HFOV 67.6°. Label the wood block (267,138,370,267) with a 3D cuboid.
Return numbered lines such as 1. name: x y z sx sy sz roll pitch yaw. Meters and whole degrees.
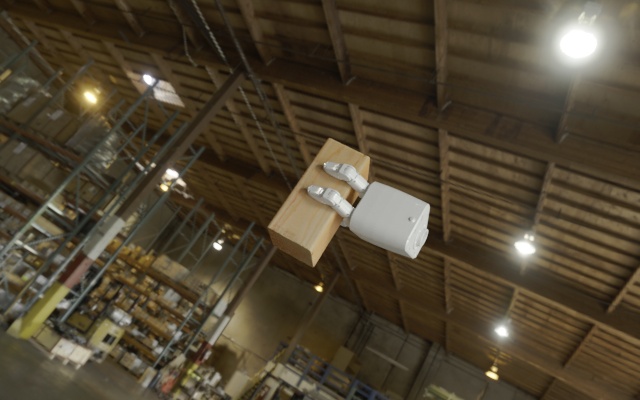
1. wood block: 0.001 0.003 0.867 0.090 0.206 0.091 27 -23 15
